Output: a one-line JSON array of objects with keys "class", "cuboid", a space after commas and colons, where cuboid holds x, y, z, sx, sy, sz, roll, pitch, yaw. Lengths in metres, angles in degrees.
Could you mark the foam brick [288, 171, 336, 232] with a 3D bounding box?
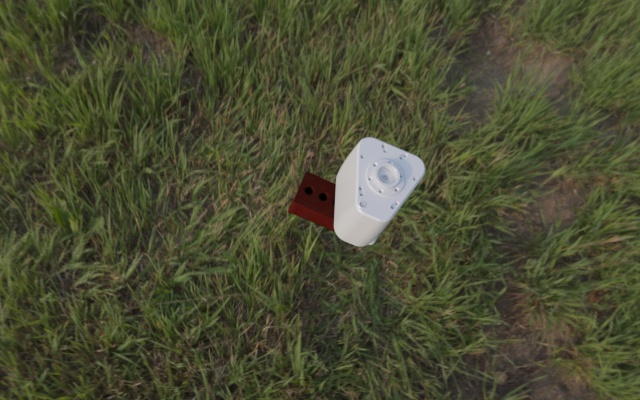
[{"class": "foam brick", "cuboid": [0.000, 0.002, 0.696, 0.078, 0.053, 0.051, 23, -22, -2]}]
